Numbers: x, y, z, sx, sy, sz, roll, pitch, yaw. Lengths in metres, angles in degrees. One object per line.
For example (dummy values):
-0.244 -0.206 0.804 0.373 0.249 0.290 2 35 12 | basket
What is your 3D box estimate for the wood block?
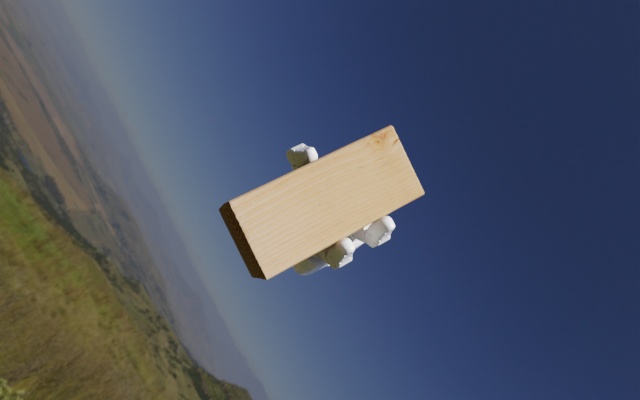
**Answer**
0.000 0.002 0.550 0.206 0.091 0.090 -27 2 -19 | wood block
